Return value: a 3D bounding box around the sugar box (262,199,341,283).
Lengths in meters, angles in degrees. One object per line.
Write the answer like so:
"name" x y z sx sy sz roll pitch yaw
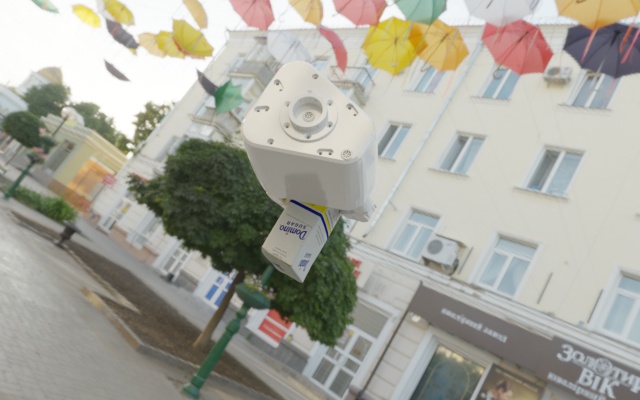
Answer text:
"sugar box" 0.000 0.001 0.550 0.048 0.176 0.093 29 -15 15
